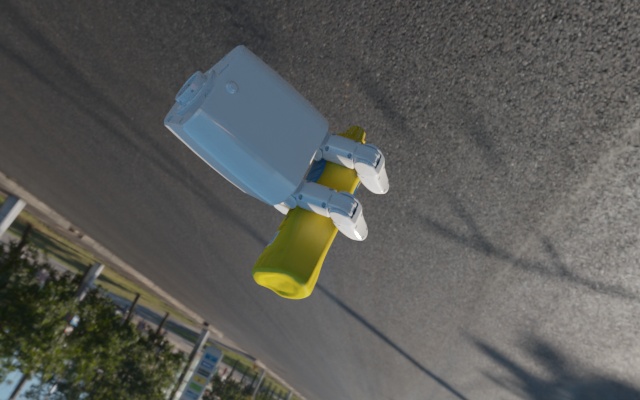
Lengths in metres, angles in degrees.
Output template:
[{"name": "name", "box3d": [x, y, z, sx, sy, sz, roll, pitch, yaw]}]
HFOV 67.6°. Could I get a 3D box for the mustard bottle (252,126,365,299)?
[{"name": "mustard bottle", "box3d": [0.000, 0.002, 0.483, 0.058, 0.191, 0.096, 29, -23, -6]}]
